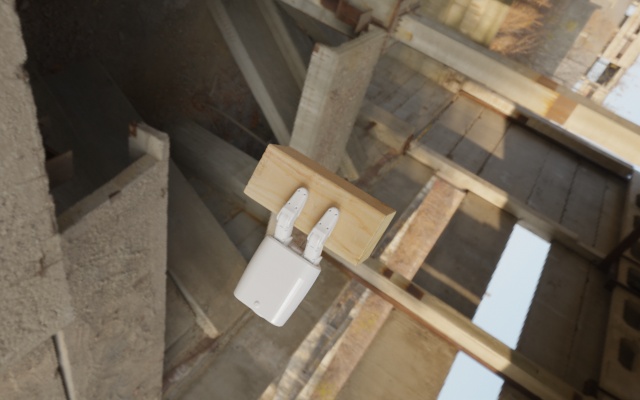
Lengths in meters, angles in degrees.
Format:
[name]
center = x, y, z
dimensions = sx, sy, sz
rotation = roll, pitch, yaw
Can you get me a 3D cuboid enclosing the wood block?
[wood block]
center = 0.000, 0.003, 0.737
dimensions = 0.206, 0.090, 0.091
rotation = 32, 11, 14
